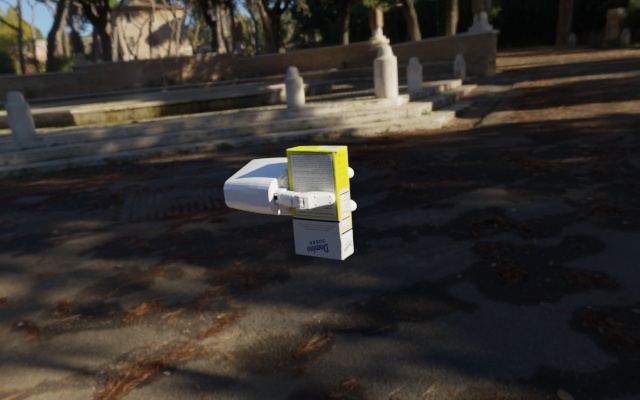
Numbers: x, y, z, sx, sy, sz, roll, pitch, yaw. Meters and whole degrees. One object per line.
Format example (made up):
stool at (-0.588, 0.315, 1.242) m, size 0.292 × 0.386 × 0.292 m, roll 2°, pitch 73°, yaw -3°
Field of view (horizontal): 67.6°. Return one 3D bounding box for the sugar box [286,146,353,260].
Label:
sugar box at (0.000, 0.002, 0.769) m, size 0.093 × 0.176 × 0.048 m, roll 4°, pitch 18°, yaw 31°
